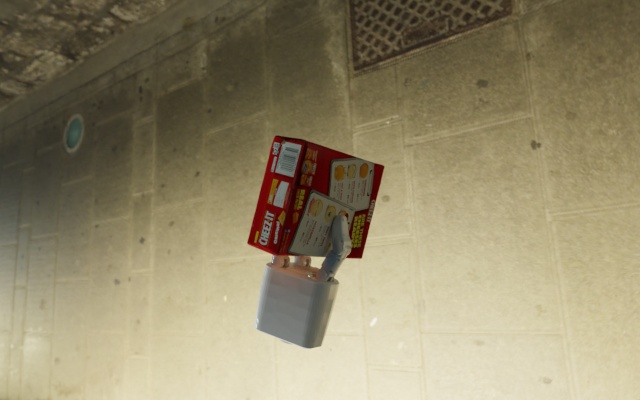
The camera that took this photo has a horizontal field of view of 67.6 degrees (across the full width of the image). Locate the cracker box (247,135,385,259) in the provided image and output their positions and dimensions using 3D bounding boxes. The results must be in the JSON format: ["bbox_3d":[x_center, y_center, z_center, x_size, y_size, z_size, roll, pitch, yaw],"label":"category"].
[{"bbox_3d":[0.000,0.002,0.739,0.072,0.164,0.214,16,4,38],"label":"cracker box"}]
